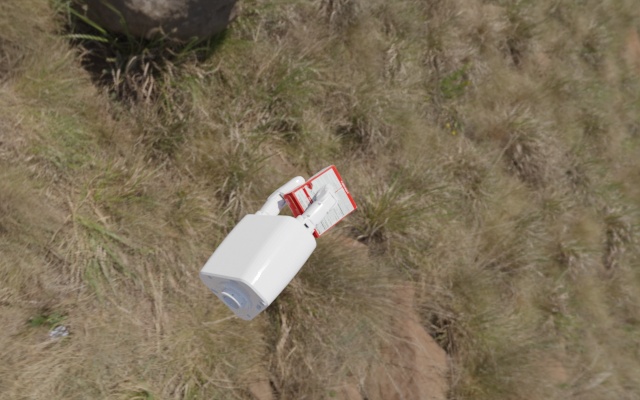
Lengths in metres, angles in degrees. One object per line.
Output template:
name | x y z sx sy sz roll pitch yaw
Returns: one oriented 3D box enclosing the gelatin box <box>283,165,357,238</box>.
gelatin box | 0.001 0.002 0.679 0.089 0.073 0.030 -35 10 -34
